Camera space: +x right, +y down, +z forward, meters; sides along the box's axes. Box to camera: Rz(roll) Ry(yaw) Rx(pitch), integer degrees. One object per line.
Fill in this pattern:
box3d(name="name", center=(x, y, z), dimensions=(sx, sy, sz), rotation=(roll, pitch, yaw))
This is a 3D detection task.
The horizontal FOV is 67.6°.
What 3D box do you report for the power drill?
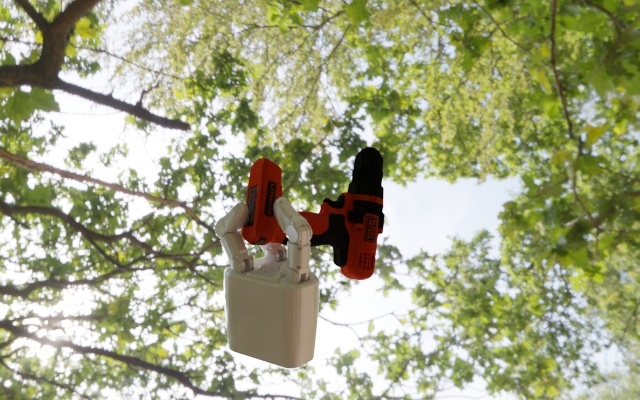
box3d(name="power drill", center=(0.000, 0.002, 0.620), dimensions=(0.188, 0.184, 0.057), rotation=(12, -15, -24))
